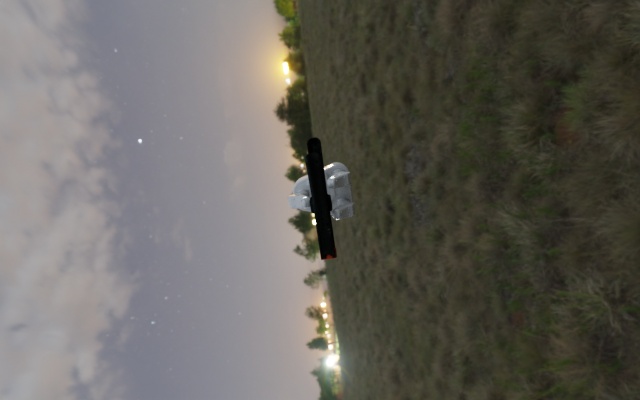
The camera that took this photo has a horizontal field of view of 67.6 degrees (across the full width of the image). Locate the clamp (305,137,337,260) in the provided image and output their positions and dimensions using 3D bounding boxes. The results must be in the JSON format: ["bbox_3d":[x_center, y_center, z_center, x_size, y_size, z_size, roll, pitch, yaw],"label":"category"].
[{"bbox_3d":[-0.001,0.003,0.794,0.036,0.210,0.164,-7,9,3],"label":"clamp"}]
